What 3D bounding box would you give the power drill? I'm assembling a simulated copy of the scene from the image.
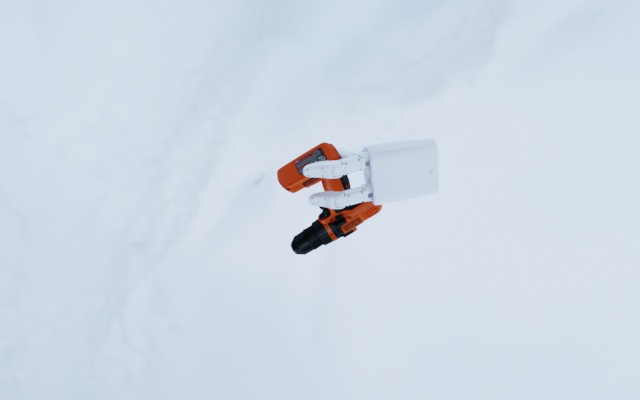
[{"bbox_3d":[0.000,0.002,0.821,0.184,0.057,0.188,-32,-44,2],"label":"power drill"}]
